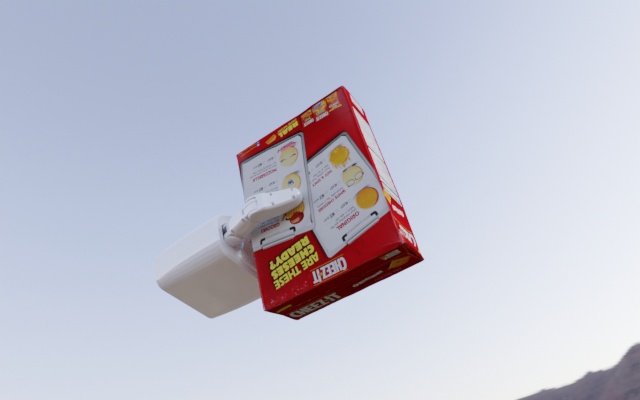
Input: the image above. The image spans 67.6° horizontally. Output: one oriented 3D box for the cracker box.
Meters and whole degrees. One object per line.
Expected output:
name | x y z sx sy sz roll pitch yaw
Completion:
cracker box | 0.000 0.002 0.538 0.164 0.213 0.072 -30 -34 20
